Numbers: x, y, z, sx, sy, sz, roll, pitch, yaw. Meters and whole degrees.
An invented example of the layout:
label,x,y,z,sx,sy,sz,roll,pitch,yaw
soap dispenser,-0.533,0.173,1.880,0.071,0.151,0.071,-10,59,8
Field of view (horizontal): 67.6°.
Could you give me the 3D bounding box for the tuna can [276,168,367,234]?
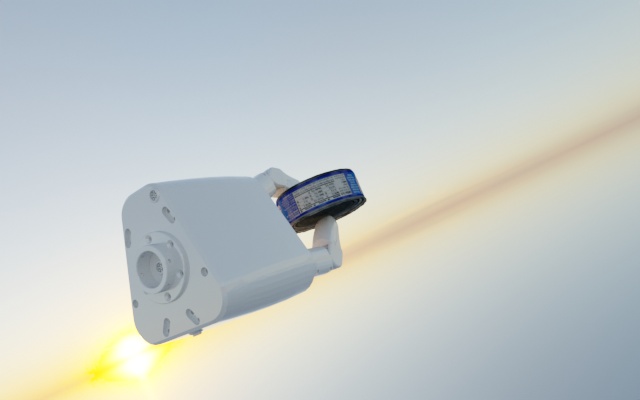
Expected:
label,x,y,z,sx,sy,sz,roll,pitch,yaw
tuna can,0.000,0.001,0.471,0.086,0.033,0.086,-22,-12,-5
